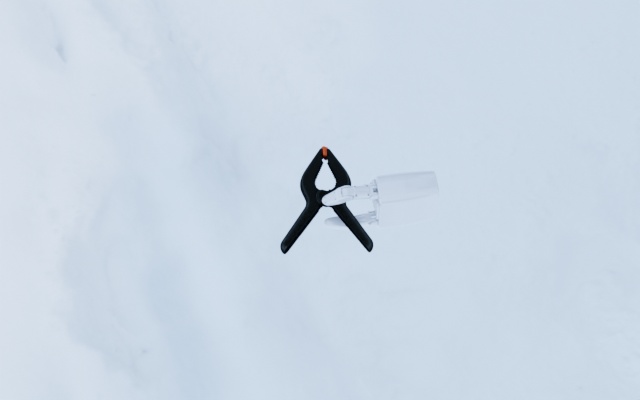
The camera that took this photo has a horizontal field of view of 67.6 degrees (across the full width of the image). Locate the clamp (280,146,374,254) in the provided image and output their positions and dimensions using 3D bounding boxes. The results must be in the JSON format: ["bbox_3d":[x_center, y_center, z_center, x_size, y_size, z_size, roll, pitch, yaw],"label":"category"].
[{"bbox_3d":[0.000,0.002,0.873,0.164,0.210,0.036,-7,-19,-2],"label":"clamp"}]
